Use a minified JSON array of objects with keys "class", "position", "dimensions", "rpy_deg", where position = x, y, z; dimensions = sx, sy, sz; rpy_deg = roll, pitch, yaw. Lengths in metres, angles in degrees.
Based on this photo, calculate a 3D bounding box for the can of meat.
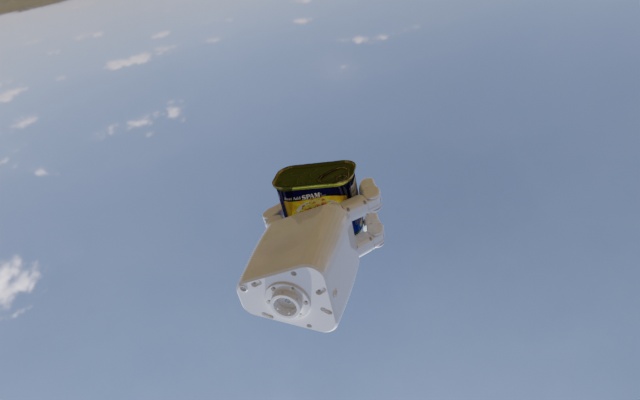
[{"class":"can of meat","position":[0.000,0.002,0.600],"dimensions":[0.102,0.084,0.057],"rpy_deg":[-5,30,15]}]
